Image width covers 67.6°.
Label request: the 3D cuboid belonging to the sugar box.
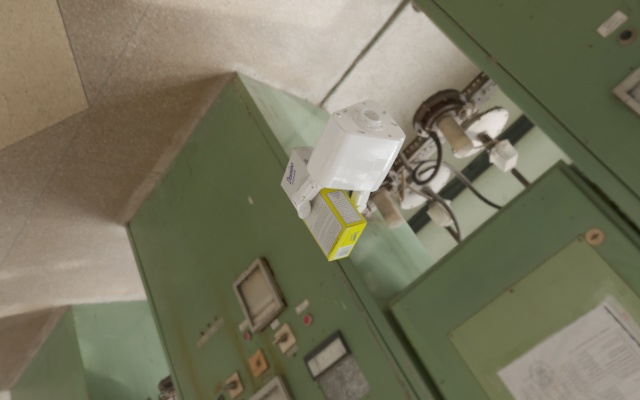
[{"bbox_3d":[0.001,0.002,0.786,0.048,0.176,0.093,-11,-36,-31],"label":"sugar box"}]
